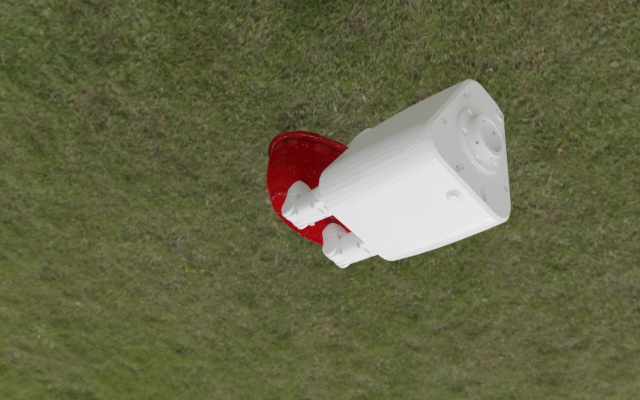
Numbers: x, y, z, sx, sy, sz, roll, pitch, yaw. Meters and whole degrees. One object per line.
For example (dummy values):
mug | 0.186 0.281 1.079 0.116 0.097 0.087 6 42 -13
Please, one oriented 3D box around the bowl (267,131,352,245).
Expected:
bowl | -0.001 0.002 0.511 0.162 0.055 0.162 26 -26 13
